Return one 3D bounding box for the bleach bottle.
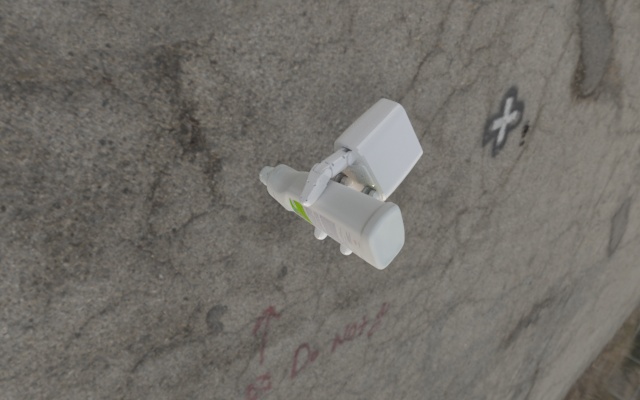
[{"bbox_3d":[0.000,0.002,0.692,0.250,0.068,0.103,29,-25,34],"label":"bleach bottle"}]
